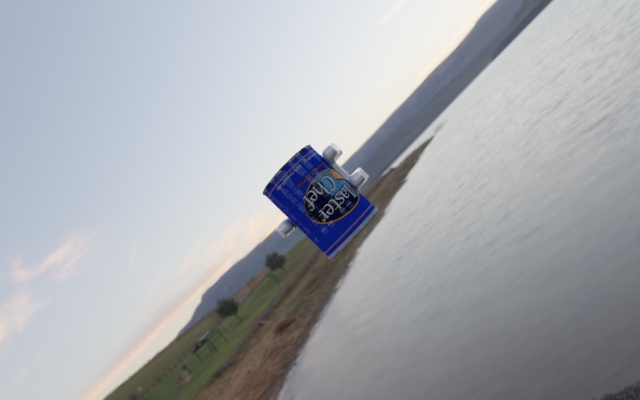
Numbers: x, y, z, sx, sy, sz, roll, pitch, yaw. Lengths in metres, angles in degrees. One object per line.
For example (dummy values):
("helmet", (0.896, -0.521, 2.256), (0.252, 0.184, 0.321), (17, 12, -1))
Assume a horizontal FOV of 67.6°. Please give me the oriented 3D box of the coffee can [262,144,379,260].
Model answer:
("coffee can", (0.000, 0.002, 0.702), (0.140, 0.103, 0.103), (44, 2, 3))
